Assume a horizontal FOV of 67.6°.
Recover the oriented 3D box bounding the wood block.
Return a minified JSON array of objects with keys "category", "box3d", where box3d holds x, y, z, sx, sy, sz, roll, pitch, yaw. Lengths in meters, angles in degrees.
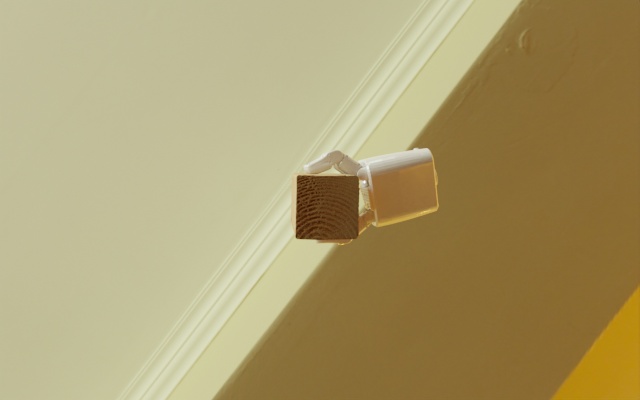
[{"category":"wood block","box3d":[0.001,0.003,0.756,0.090,0.091,0.206,0,4,-5]}]
